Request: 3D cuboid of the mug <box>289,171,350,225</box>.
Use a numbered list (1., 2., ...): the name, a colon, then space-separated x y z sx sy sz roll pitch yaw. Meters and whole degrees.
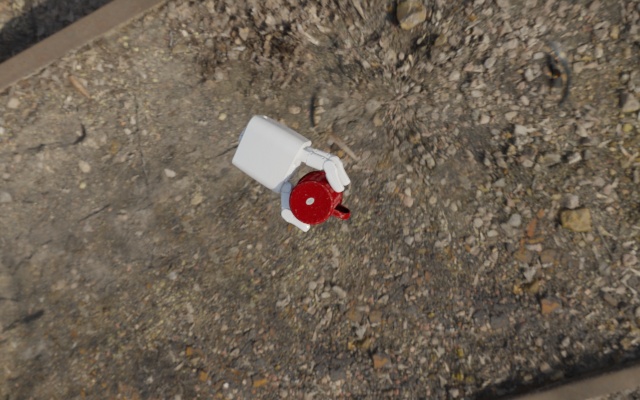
1. mug: 0.001 0.004 0.868 0.117 0.093 0.081 30 15 3
